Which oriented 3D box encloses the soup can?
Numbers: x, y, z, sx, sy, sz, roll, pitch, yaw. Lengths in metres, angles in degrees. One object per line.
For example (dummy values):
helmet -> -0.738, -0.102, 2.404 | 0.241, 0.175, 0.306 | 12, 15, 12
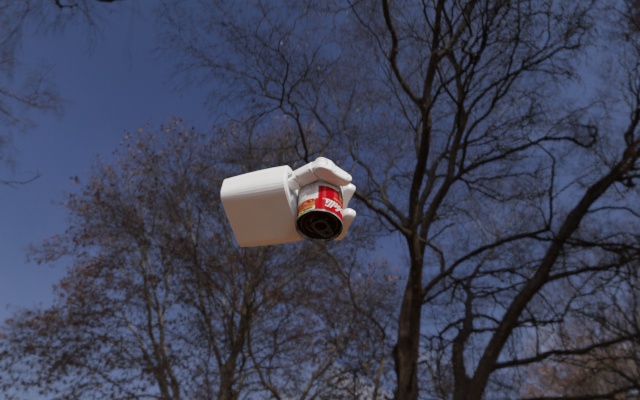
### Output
soup can -> 0.001, 0.002, 0.711 | 0.068, 0.069, 0.102 | 2, 45, 2
